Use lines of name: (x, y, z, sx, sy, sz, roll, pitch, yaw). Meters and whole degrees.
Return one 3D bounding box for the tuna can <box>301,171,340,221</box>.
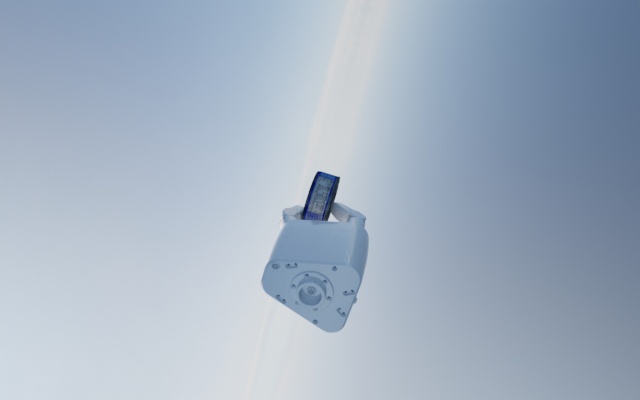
tuna can: (0.000, 0.002, 0.679, 0.034, 0.086, 0.086, 17, 1, 5)
